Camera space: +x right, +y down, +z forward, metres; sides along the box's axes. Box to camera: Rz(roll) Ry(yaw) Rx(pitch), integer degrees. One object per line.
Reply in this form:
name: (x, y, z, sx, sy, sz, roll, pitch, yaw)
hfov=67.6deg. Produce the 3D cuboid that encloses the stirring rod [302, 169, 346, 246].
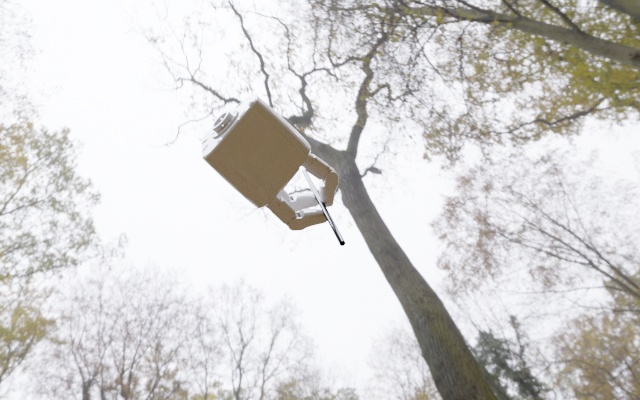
stirring rod: (0.000, 0.002, 0.710, 0.011, 0.011, 0.239, 0, 26, -15)
